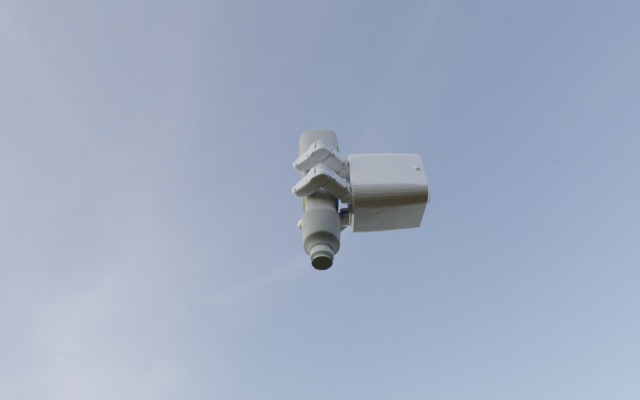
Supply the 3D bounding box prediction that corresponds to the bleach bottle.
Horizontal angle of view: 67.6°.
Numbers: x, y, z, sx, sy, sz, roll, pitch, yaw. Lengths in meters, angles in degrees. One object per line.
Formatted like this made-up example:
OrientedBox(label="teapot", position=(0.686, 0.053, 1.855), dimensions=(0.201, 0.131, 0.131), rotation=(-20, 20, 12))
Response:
OrientedBox(label="bleach bottle", position=(0.000, 0.002, 0.709), dimensions=(0.068, 0.103, 0.250), rotation=(-2, 43, 1))
